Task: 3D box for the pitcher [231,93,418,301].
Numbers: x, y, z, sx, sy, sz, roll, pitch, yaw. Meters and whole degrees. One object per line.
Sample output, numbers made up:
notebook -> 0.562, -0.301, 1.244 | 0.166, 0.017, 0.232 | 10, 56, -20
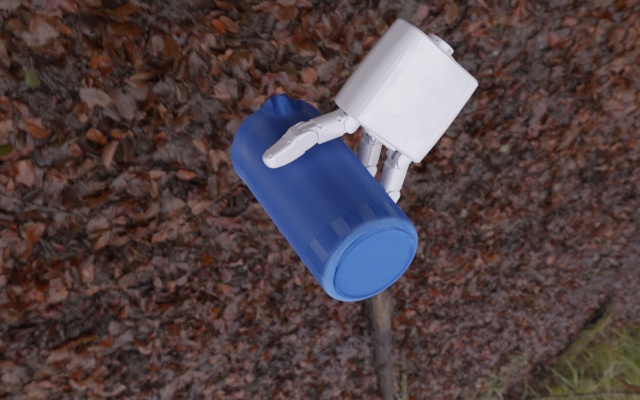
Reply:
pitcher -> 0.000, 0.002, 0.547 | 0.149, 0.145, 0.242 | 26, 19, -43
